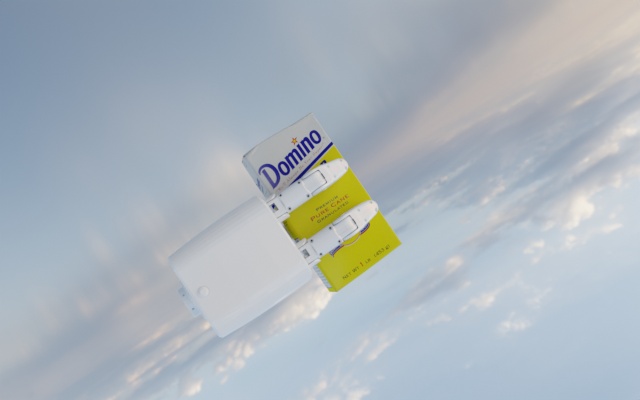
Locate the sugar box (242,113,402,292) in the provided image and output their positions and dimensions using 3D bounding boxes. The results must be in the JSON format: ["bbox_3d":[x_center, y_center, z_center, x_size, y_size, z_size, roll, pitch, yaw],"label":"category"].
[{"bbox_3d":[0.000,0.002,0.524,0.093,0.176,0.048,-35,0,-15],"label":"sugar box"}]
